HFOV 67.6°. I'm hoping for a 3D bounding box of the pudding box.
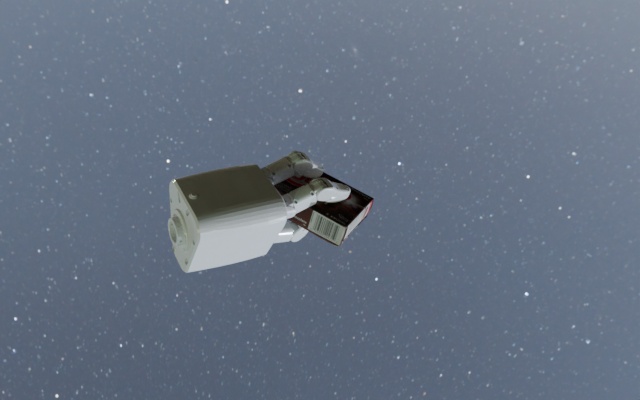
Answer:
[{"bbox_3d":[0.000,0.002,0.620,0.113,0.039,0.090,30,36,14],"label":"pudding box"}]
